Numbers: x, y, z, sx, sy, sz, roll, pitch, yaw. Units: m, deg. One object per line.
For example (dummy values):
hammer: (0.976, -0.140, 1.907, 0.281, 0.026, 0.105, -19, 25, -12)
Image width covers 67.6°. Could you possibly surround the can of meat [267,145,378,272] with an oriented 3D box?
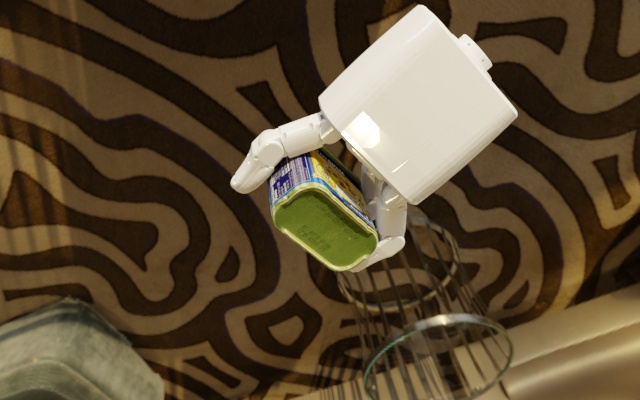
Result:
can of meat: (0.000, 0.002, 0.412, 0.102, 0.057, 0.084, 40, 20, -31)
